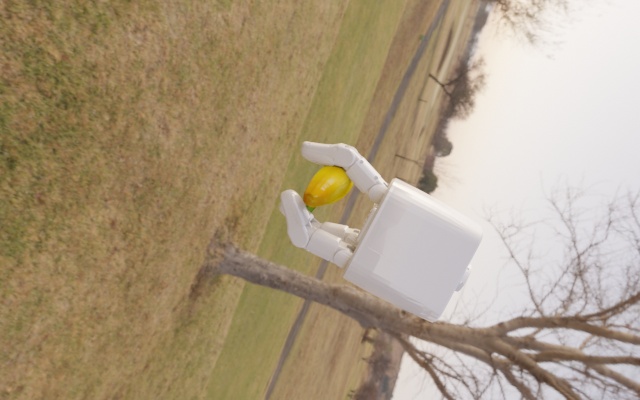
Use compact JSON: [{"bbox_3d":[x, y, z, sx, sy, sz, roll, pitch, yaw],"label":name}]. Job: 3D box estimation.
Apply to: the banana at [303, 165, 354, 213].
[{"bbox_3d":[0.011,-0.013,0.544,0.037,0.069,0.198,37,-4,3],"label":"banana"}]
